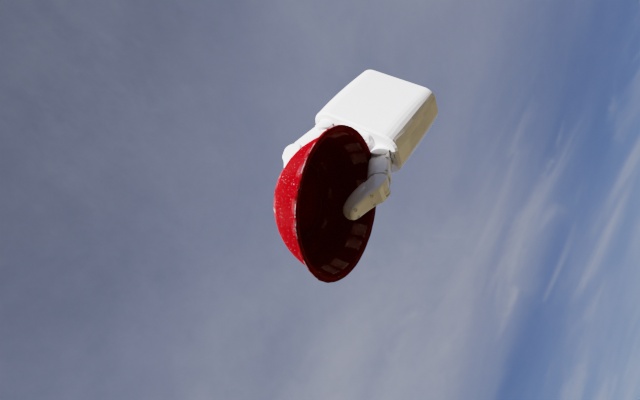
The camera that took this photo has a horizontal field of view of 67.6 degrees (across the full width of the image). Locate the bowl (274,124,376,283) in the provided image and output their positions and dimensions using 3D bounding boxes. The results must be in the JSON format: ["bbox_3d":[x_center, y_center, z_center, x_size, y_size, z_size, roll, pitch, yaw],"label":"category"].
[{"bbox_3d":[-0.001,0.002,0.500,0.055,0.162,0.162,6,3,32],"label":"bowl"}]
